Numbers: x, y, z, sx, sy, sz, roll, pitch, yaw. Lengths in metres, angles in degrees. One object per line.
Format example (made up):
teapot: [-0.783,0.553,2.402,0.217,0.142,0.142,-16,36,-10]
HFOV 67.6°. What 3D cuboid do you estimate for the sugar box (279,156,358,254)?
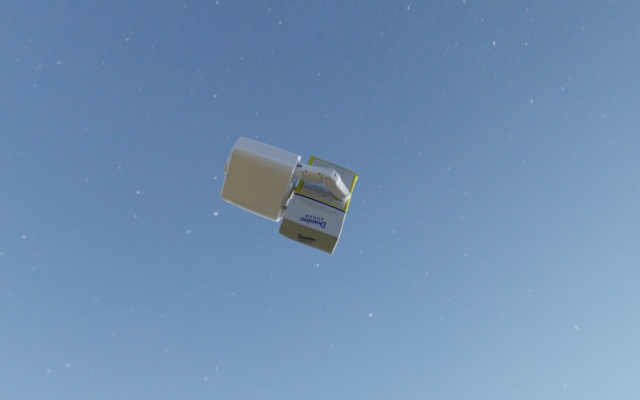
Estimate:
sugar box: [0.000,0.003,0.797,0.093,0.048,0.176,21,43,0]
